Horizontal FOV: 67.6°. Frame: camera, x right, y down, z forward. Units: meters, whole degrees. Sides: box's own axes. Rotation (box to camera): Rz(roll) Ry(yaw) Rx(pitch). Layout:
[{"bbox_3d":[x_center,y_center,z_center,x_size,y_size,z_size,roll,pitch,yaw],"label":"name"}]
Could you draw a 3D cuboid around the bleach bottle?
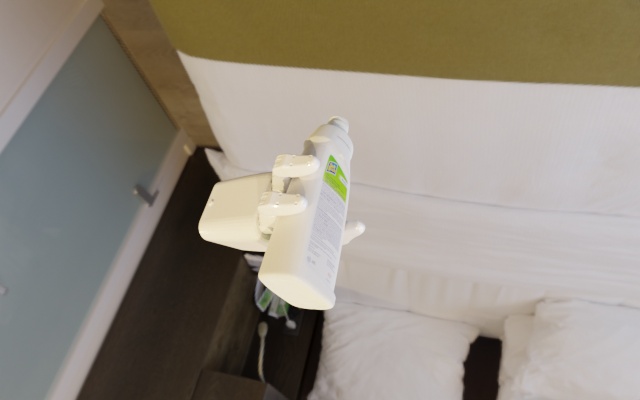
[{"bbox_3d":[0.000,0.002,0.608,0.068,0.250,0.103,-4,-35,32],"label":"bleach bottle"}]
